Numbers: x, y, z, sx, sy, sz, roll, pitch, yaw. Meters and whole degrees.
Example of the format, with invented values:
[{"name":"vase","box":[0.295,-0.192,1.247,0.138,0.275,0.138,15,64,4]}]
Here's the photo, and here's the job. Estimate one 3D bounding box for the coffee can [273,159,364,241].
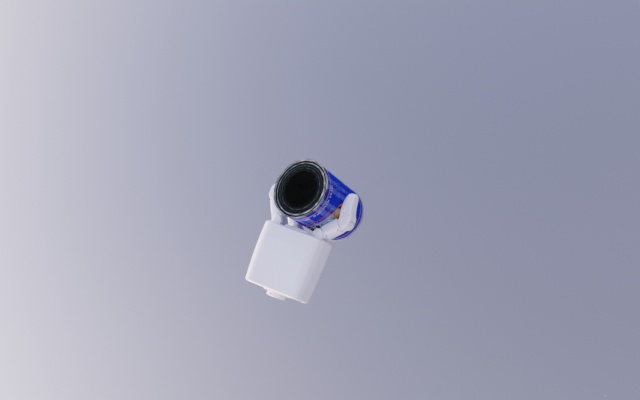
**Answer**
[{"name":"coffee can","box":[0.000,0.003,0.820,0.103,0.102,0.140,0,-19,31]}]
